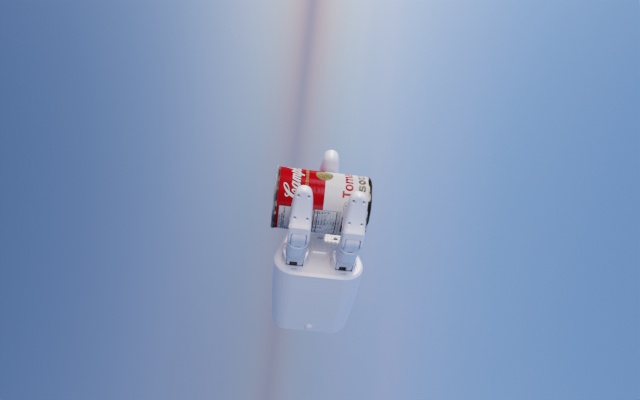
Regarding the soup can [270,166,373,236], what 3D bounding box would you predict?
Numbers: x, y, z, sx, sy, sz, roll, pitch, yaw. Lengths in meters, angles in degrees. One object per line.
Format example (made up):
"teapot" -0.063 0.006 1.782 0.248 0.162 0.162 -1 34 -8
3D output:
"soup can" 0.000 0.001 0.520 0.102 0.068 0.068 7 -1 -4
